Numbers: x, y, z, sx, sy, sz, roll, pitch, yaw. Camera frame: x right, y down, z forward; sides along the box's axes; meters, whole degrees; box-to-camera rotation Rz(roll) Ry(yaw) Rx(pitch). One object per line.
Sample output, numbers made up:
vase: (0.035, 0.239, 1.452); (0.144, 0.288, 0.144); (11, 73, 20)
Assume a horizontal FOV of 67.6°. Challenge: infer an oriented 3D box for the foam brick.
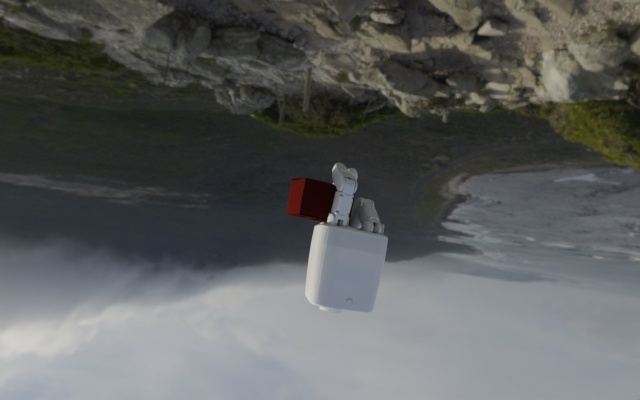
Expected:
foam brick: (0.000, 0.002, 0.658); (0.078, 0.051, 0.053); (13, -5, -22)
